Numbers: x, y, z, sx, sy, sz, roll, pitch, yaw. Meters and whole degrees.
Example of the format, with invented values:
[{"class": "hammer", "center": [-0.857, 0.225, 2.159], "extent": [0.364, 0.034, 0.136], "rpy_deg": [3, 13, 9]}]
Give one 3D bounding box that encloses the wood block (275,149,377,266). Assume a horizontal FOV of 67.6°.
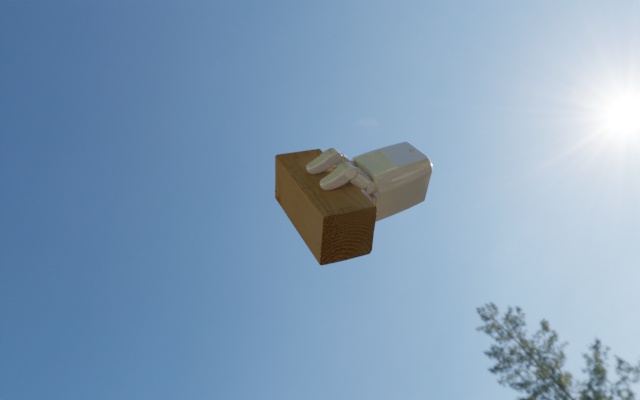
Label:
[{"class": "wood block", "center": [0.000, 0.003, 0.782], "extent": [0.090, 0.091, 0.206], "rpy_deg": [-11, 34, -21]}]
